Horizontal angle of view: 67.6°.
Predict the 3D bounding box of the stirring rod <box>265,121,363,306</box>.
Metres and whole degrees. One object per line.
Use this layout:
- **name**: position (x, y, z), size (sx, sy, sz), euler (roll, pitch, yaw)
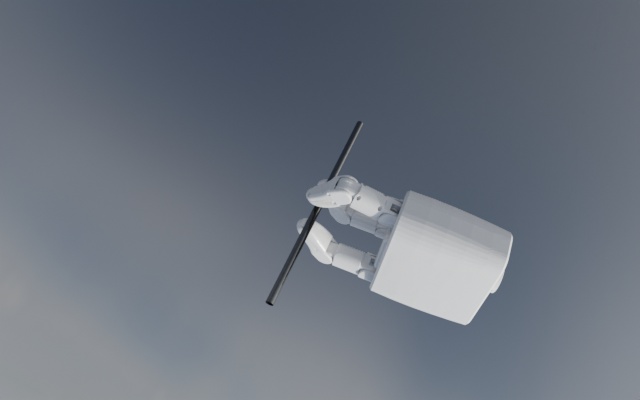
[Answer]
- **stirring rod**: position (0.000, 0.002, 0.493), size (0.011, 0.239, 0.011), euler (19, -33, 13)
